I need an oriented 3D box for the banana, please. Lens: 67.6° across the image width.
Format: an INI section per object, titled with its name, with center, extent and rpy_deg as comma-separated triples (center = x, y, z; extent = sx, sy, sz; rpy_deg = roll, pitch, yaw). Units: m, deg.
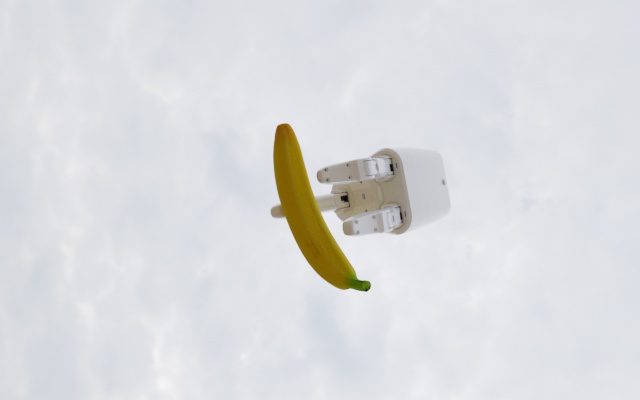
[banana]
center = -0.008, 0.014, 0.496
extent = 0.037, 0.197, 0.070
rpy_deg = -11, -25, -43
